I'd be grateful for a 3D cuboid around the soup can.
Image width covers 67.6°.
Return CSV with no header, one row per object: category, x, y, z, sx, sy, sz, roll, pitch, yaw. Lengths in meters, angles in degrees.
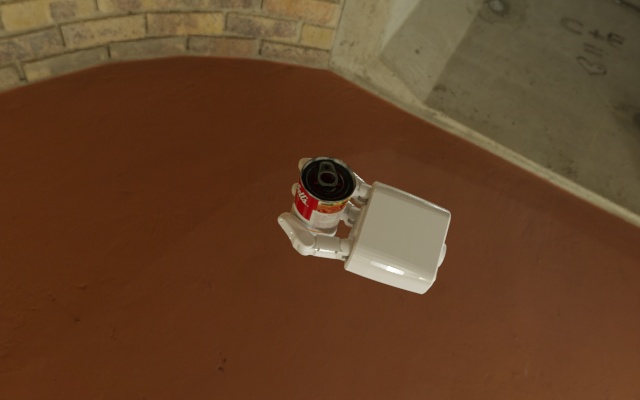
soup can,0.000,0.002,0.604,0.068,0.068,0.102,0,-34,-13
